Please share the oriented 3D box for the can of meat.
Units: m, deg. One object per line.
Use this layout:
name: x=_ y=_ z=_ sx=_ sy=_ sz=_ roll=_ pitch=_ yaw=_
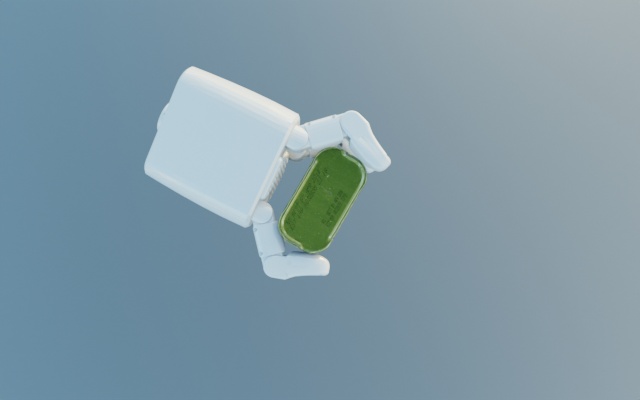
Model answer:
can of meat: x=0.000 y=0.002 z=0.462 sx=0.057 sy=0.102 sz=0.084 roll=30 pitch=-4 yaw=-1
